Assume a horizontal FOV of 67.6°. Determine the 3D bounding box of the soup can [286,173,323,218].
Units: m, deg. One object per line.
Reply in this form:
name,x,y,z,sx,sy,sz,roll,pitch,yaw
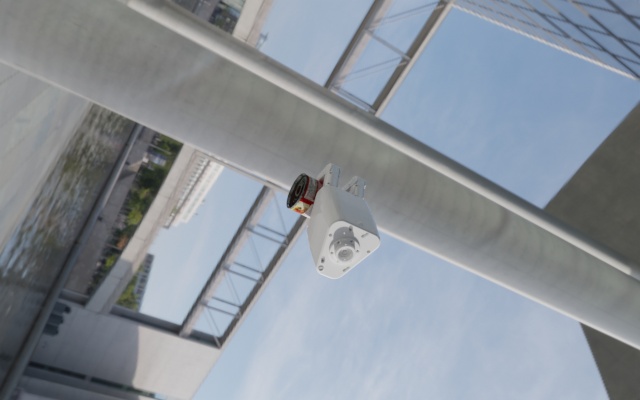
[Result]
soup can,0.000,0.003,0.848,0.102,0.068,0.068,25,-9,-21
